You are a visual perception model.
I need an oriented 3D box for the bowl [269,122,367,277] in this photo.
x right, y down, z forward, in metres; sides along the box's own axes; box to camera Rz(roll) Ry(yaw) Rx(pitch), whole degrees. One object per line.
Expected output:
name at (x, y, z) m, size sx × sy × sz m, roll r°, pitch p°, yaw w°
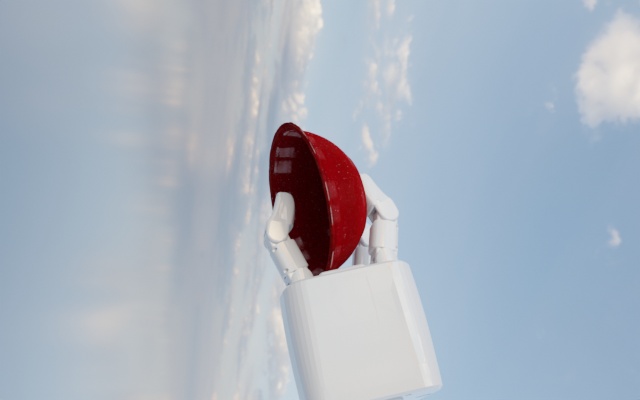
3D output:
bowl at (0.000, 0.000, 0.471) m, size 0.055 × 0.162 × 0.162 m, roll -11°, pitch 4°, yaw -22°
